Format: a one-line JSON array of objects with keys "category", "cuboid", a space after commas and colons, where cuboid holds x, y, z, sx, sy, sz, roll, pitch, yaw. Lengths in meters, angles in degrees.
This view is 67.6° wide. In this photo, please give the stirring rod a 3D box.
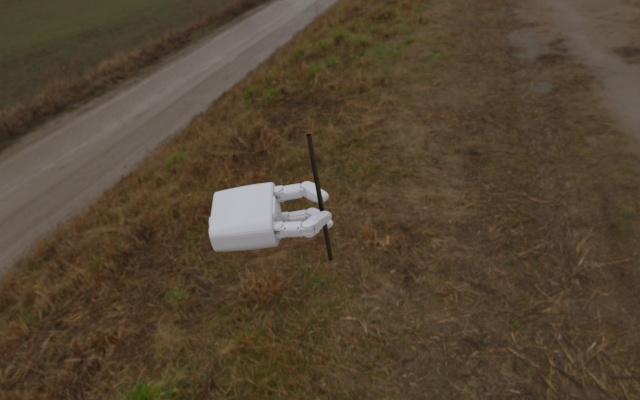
[{"category": "stirring rod", "cuboid": [0.000, 0.003, 0.783, 0.011, 0.240, 0.011, -7, 31, 4]}]
